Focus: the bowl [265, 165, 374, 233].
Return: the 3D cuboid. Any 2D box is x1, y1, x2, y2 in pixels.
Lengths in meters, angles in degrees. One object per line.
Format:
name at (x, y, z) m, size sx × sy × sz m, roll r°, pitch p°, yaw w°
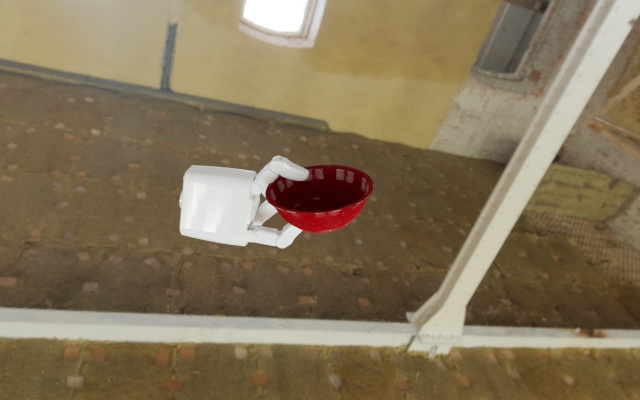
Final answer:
bowl at (0.001, 0.003, 0.719) m, size 0.162 × 0.055 × 0.162 m, roll -5°, pitch 27°, yaw 2°
